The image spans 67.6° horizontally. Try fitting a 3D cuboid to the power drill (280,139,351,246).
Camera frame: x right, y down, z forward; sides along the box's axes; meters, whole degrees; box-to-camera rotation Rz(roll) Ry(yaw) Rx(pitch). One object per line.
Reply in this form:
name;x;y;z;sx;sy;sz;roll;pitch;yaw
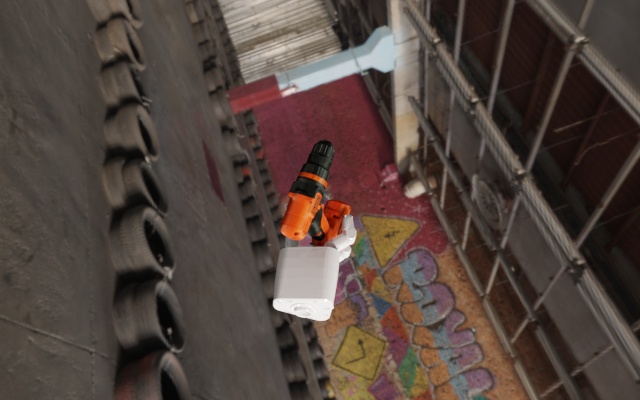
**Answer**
power drill;0.000;0.003;0.882;0.057;0.184;0.188;16;-15;25
